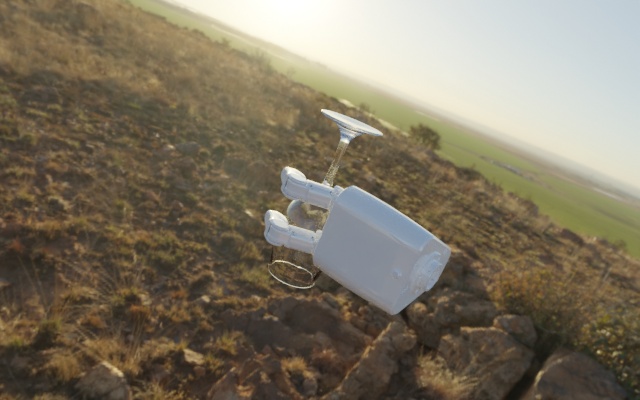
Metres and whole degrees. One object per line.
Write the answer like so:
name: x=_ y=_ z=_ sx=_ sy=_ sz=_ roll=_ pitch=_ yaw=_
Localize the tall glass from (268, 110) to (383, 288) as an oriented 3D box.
tall glass: x=0.000 y=0.001 z=0.559 sx=0.079 sy=0.201 sz=0.079 roll=20 pitch=16 yaw=-6
